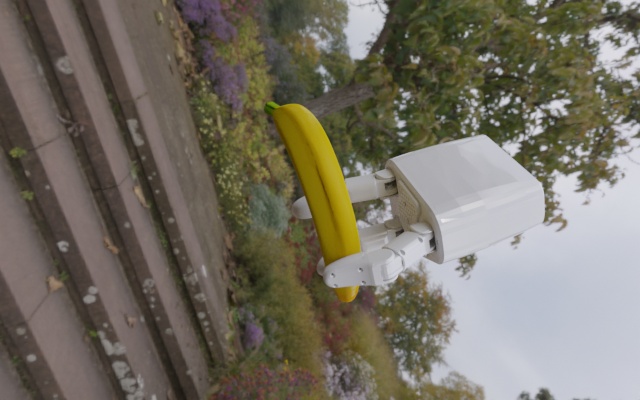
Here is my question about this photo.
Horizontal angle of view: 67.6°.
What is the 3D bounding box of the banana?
[{"bbox_3d":[0.002,-0.003,0.413,0.037,0.198,0.069,-20,0,-11],"label":"banana"}]
